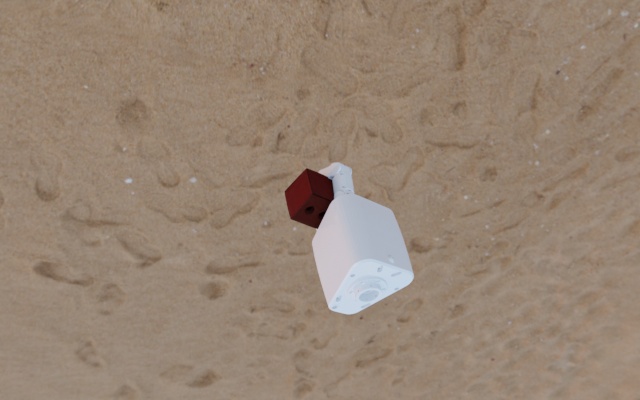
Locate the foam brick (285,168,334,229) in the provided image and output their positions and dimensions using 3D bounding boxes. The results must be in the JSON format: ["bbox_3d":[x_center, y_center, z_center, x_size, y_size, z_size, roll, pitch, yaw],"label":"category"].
[{"bbox_3d":[0.000,0.002,0.642,0.078,0.051,0.053,22,-53,-31],"label":"foam brick"}]
